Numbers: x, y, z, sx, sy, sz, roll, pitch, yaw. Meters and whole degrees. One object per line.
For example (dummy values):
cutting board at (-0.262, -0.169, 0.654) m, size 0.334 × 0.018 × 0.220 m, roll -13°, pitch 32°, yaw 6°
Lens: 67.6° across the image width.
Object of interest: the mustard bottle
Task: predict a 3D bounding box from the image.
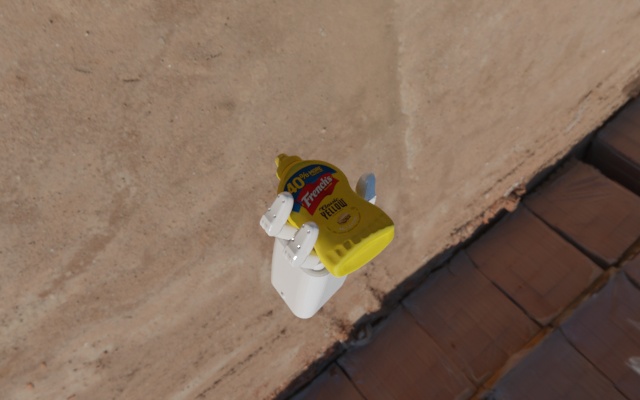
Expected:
mustard bottle at (0.000, 0.002, 0.614) m, size 0.096 × 0.191 × 0.058 m, roll -35°, pitch -32°, yaw -12°
